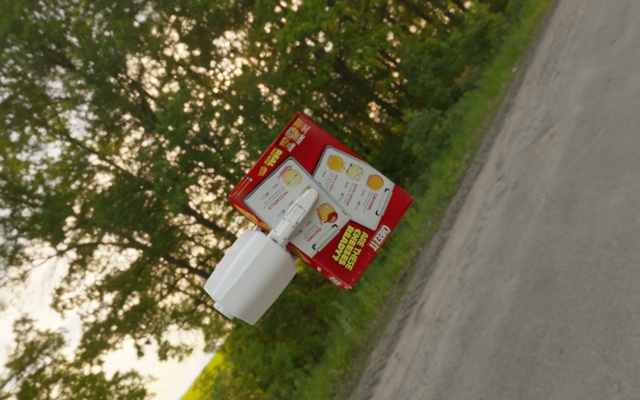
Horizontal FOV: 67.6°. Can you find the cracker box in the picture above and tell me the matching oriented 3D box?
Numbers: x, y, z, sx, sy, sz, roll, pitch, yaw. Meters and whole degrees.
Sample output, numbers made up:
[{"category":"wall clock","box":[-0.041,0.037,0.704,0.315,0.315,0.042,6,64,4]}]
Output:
[{"category":"cracker box","box":[0.000,0.002,0.702,0.213,0.164,0.072,37,-14,1]}]
